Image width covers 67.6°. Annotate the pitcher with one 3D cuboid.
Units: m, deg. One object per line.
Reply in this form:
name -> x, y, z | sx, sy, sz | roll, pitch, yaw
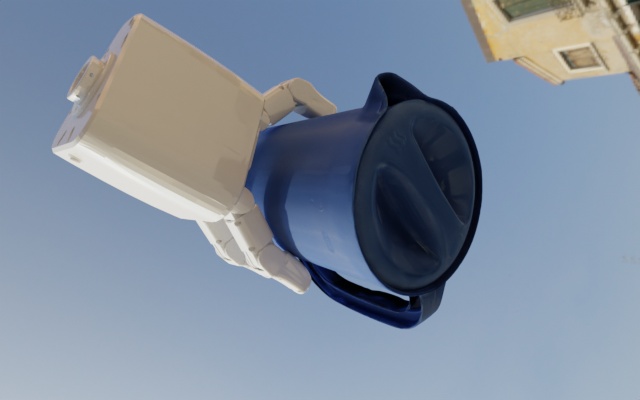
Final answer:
pitcher -> 0.000, 0.001, 0.406 | 0.145, 0.149, 0.243 | 32, -17, -36
